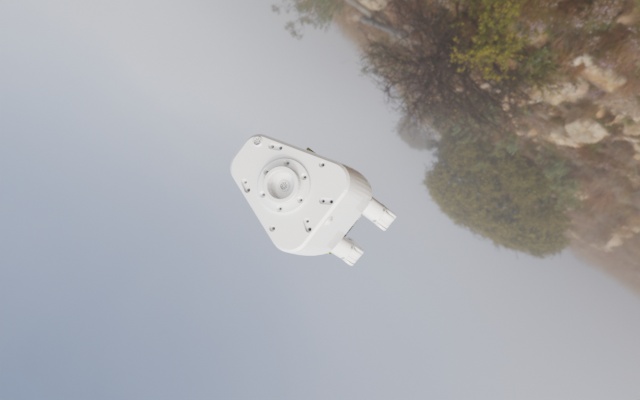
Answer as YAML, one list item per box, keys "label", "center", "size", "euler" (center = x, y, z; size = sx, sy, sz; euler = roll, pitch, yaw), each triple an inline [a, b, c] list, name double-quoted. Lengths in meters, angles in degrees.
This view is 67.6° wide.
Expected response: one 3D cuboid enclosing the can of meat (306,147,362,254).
- label: "can of meat"
  center: [0.000, 0.002, 0.568]
  size: [0.102, 0.084, 0.057]
  euler: [39, 5, 12]
